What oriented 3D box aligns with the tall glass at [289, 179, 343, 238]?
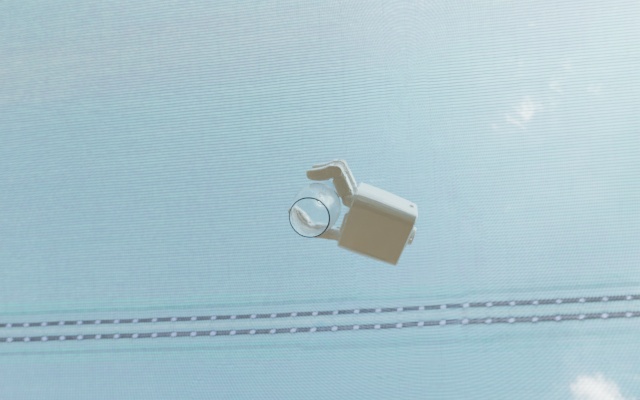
[{"bbox_3d":[0.000,0.002,0.791,0.079,0.079,0.201,0,13,10],"label":"tall glass"}]
